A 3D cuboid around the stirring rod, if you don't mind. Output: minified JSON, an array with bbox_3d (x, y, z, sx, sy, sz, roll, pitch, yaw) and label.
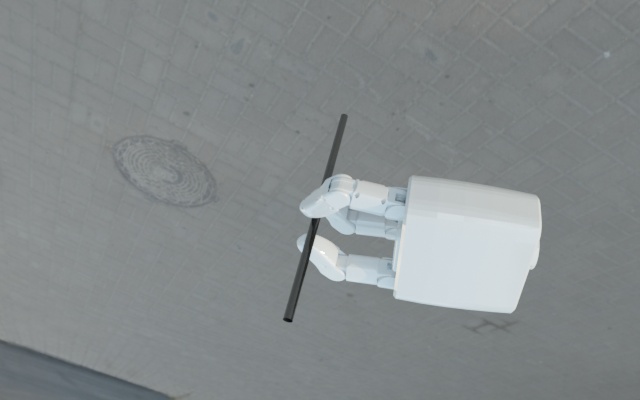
[{"bbox_3d":[0.000,0.001,0.447,0.011,0.239,0.011,10,-37,8],"label":"stirring rod"}]
